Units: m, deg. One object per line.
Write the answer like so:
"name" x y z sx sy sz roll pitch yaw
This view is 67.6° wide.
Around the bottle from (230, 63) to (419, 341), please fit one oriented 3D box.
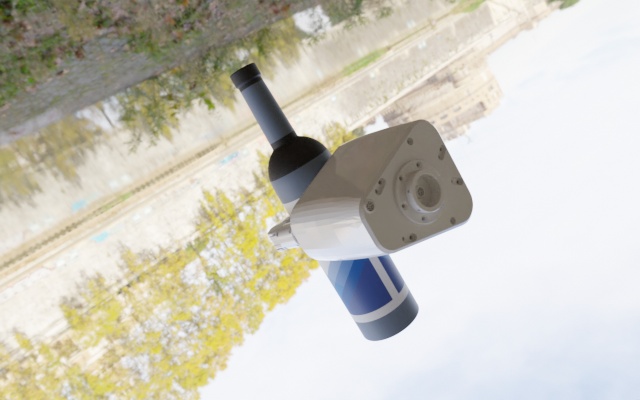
"bottle" 0.000 0.002 0.475 0.069 0.296 0.069 -30 10 6
